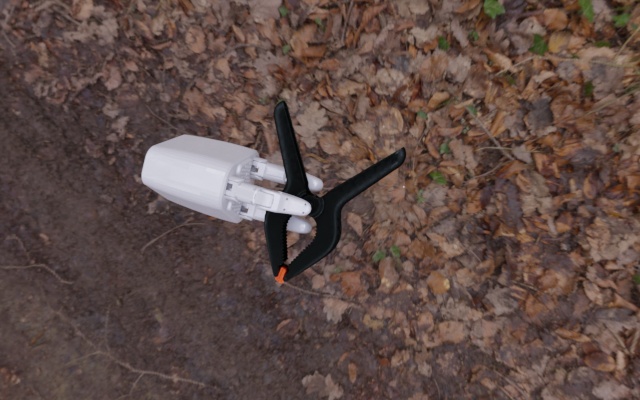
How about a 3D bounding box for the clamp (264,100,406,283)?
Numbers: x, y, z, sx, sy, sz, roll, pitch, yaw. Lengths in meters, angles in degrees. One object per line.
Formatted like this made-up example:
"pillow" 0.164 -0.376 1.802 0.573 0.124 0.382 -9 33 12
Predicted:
"clamp" 0.000 0.002 0.566 0.164 0.210 0.036 16 4 9
